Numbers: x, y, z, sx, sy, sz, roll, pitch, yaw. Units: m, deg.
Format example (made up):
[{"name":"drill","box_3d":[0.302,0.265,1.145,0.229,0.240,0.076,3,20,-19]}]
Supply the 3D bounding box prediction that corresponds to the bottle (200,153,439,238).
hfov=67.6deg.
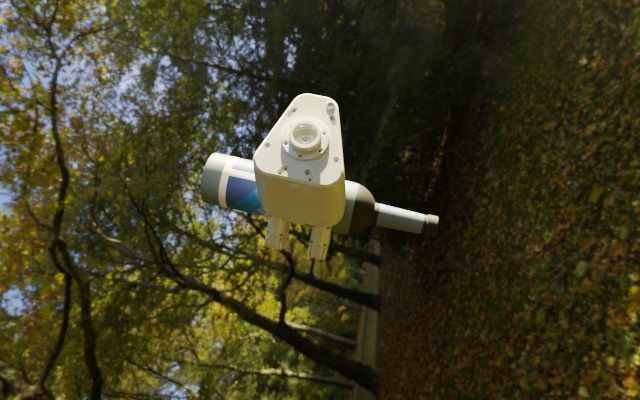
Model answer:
[{"name":"bottle","box_3d":[0.000,0.002,0.605,0.295,0.069,0.069,12,1,6]}]
